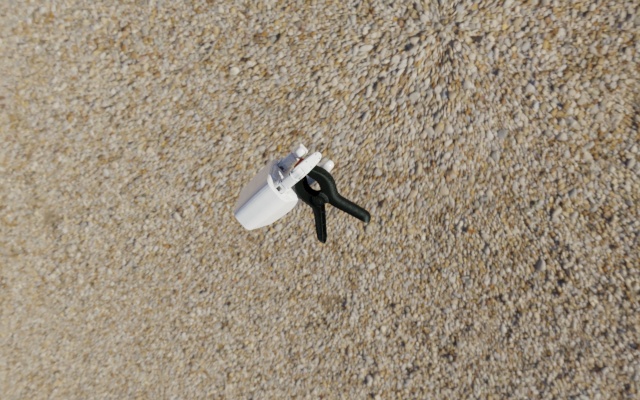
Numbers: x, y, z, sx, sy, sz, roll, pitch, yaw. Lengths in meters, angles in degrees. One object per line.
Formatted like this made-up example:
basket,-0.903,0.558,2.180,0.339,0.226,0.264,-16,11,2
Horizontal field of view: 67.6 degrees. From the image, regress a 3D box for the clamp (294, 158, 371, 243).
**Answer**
clamp,0.000,0.003,0.899,0.120,0.171,0.039,-39,7,25
